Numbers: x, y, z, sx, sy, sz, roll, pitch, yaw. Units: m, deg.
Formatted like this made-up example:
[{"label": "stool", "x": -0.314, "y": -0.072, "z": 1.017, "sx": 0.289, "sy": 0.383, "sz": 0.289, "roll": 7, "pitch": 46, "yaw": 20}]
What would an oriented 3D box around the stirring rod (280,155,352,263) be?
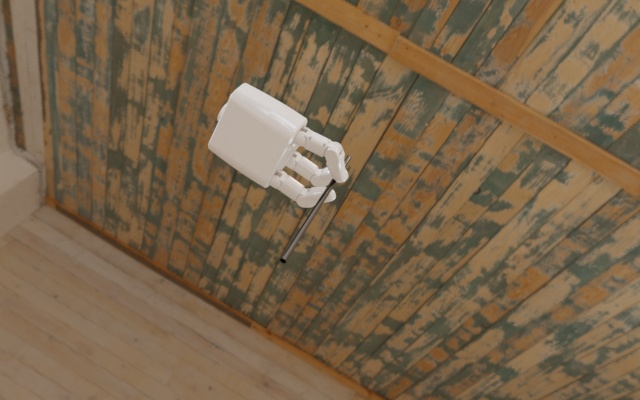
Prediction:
[{"label": "stirring rod", "x": 0.000, "y": 0.002, "z": 0.653, "sx": 0.011, "sy": 0.011, "sz": 0.239, "roll": 0, "pitch": 35, "yaw": 27}]
